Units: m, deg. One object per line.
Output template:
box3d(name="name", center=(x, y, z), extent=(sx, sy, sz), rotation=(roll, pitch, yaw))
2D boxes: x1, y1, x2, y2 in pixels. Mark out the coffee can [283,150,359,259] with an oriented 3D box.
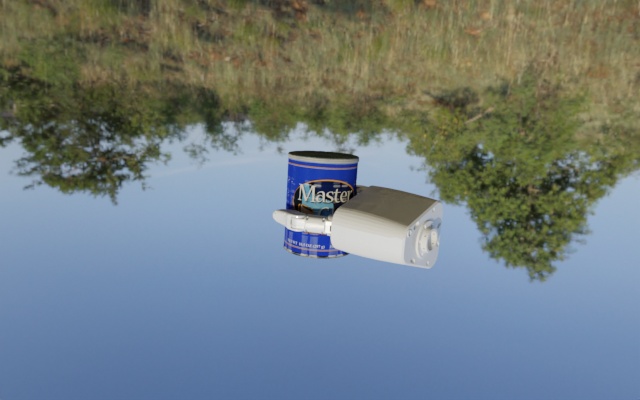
box3d(name="coffee can", center=(0.000, 0.002, 0.698), extent=(0.103, 0.140, 0.103), rotation=(4, 11, -1))
